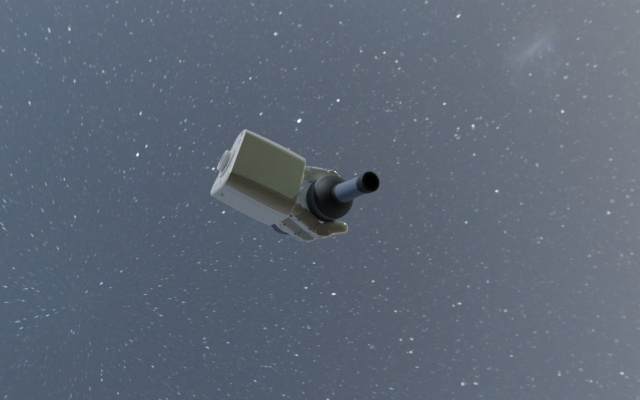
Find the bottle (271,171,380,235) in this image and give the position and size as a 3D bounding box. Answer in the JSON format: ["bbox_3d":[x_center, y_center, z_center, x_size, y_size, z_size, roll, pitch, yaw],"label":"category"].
[{"bbox_3d":[0.000,0.003,0.745,0.069,0.069,0.296,0,-11,-27],"label":"bottle"}]
